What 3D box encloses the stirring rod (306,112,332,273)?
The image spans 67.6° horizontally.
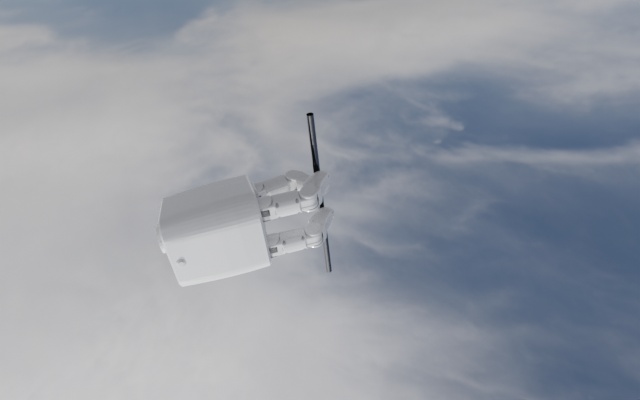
[{"bbox_3d":[0.000,0.002,0.588,0.011,0.240,0.011,-4,37,3],"label":"stirring rod"}]
